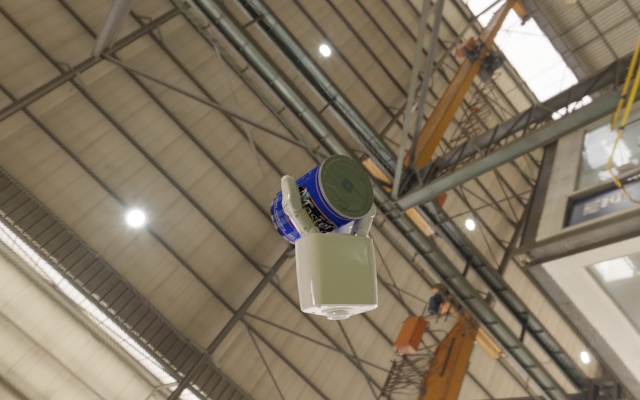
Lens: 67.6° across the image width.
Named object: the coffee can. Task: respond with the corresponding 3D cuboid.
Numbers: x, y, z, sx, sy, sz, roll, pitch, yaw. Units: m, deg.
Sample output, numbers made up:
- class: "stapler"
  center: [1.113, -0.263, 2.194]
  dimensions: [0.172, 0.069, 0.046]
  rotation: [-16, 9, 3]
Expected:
- class: "coffee can"
  center: [0.000, 0.002, 0.760]
  dimensions: [0.103, 0.102, 0.140]
  rotation: [0, -21, -40]
